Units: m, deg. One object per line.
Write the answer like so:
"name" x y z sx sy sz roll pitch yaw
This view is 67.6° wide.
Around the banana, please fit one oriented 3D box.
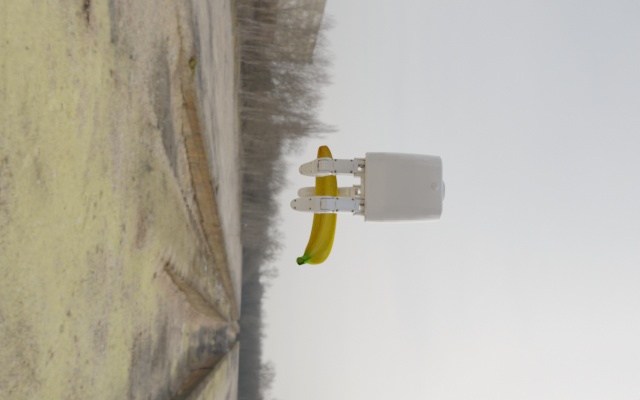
"banana" 0.004 0.015 0.700 0.037 0.197 0.070 0 -30 14
